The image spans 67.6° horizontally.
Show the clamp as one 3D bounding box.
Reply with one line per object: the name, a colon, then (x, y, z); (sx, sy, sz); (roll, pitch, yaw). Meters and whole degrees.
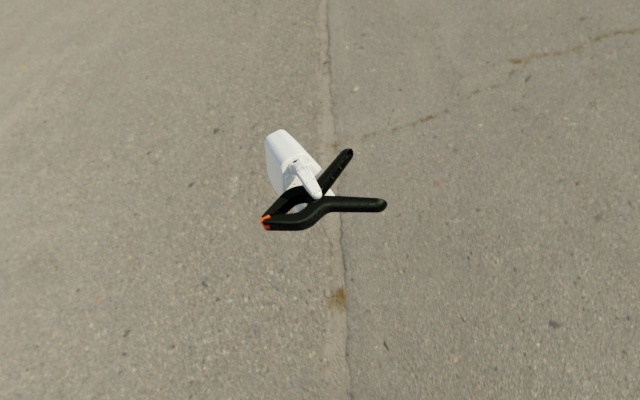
clamp: (-0.001, 0.002, 0.813); (0.210, 0.036, 0.164); (-30, 44, -7)
